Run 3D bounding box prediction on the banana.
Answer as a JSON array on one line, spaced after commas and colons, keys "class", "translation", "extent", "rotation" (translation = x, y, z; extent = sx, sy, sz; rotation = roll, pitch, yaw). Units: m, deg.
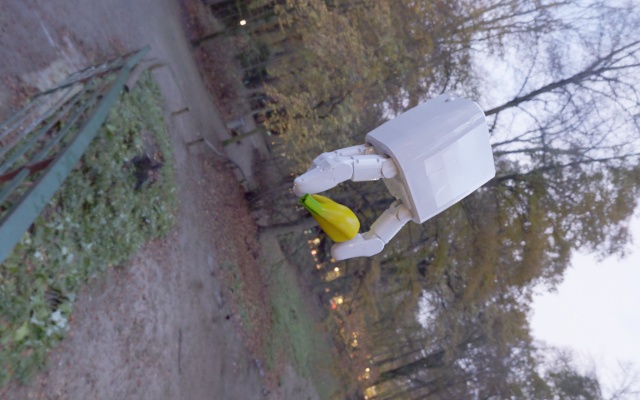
[{"class": "banana", "translation": [0.012, 0.016, 0.544], "extent": [0.037, 0.069, 0.198], "rotation": [-40, 0, -2]}]
